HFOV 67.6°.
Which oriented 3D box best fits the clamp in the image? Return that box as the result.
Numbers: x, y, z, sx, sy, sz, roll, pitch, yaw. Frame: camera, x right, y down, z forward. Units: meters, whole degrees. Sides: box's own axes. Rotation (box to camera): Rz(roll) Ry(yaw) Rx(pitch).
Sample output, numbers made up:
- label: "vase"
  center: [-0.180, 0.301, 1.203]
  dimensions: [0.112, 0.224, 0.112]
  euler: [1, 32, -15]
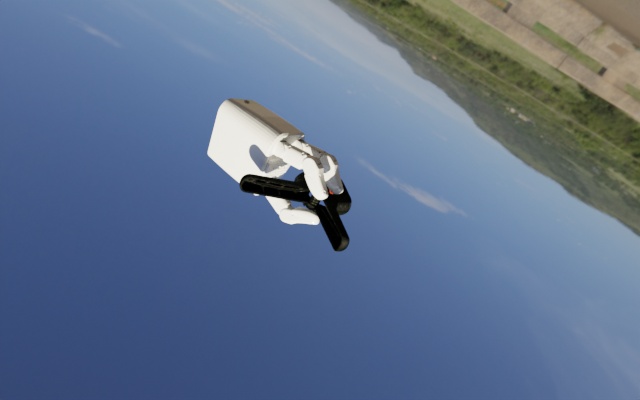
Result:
- label: "clamp"
  center: [0.000, 0.003, 0.691]
  dimensions: [0.164, 0.036, 0.210]
  euler: [36, 22, 16]
